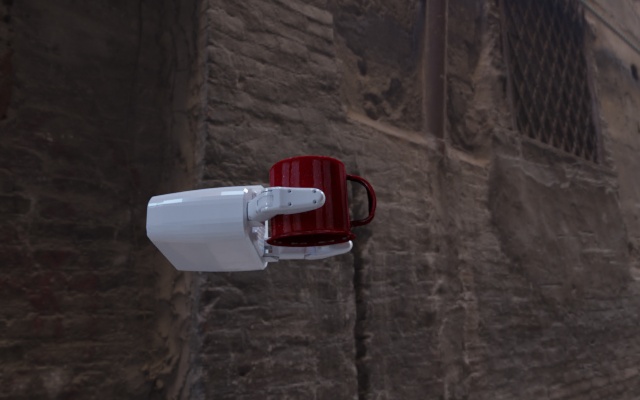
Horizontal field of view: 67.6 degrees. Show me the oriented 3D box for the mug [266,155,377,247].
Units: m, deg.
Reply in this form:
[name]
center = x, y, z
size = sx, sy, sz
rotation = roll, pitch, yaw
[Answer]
[mug]
center = 0.002, 0.001, 0.501
size = 0.117, 0.081, 0.093
rotation = -4, -13, 3
